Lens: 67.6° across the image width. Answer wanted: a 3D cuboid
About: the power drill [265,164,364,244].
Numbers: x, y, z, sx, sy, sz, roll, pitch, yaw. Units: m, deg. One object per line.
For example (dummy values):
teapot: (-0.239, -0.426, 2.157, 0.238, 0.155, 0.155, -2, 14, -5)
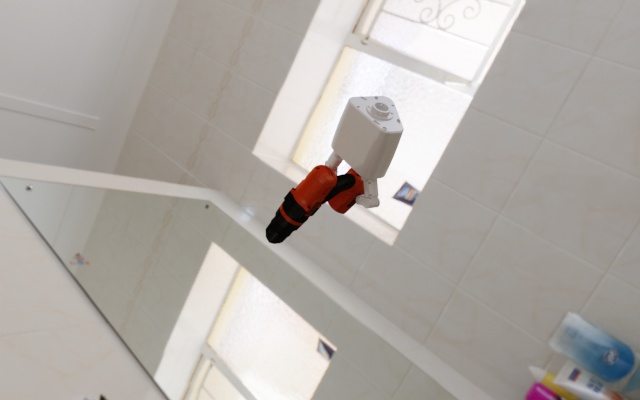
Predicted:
power drill: (0.001, 0.003, 0.873, 0.184, 0.057, 0.187, -47, -17, 31)
